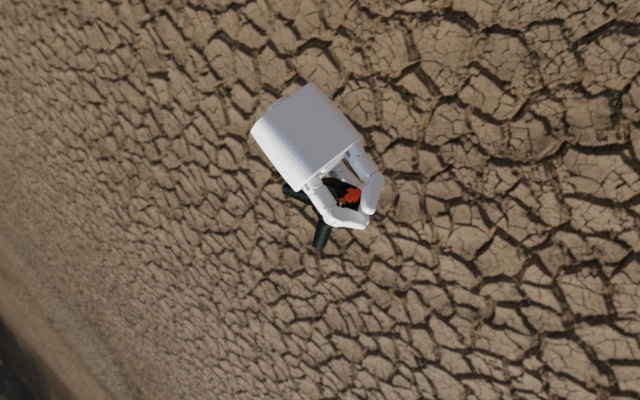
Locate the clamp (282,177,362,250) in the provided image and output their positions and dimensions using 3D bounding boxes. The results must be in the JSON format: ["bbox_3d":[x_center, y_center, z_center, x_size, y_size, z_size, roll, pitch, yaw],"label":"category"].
[{"bbox_3d":[0.000,0.003,0.716,0.039,0.120,0.171,-38,-2,-34],"label":"clamp"}]
